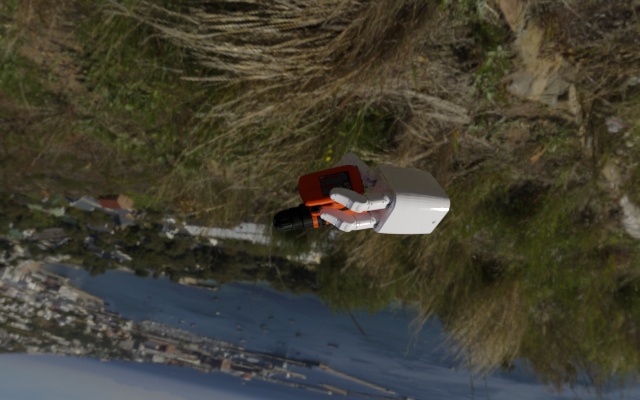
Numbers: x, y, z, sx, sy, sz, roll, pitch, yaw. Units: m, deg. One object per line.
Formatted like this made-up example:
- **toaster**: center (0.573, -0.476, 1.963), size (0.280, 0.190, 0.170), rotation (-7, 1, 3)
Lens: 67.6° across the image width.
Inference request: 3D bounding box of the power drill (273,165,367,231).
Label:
- **power drill**: center (0.000, 0.003, 0.855), size (0.184, 0.057, 0.188), rotation (-14, -15, -5)
